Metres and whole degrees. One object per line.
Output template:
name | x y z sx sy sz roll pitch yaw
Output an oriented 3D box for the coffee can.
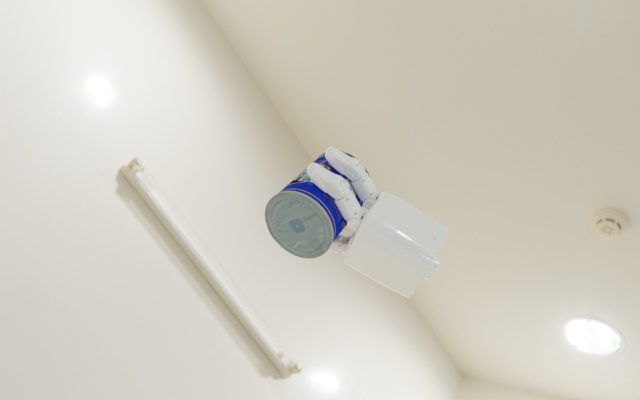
coffee can | 0.000 0.002 0.686 0.103 0.103 0.140 0 28 31
